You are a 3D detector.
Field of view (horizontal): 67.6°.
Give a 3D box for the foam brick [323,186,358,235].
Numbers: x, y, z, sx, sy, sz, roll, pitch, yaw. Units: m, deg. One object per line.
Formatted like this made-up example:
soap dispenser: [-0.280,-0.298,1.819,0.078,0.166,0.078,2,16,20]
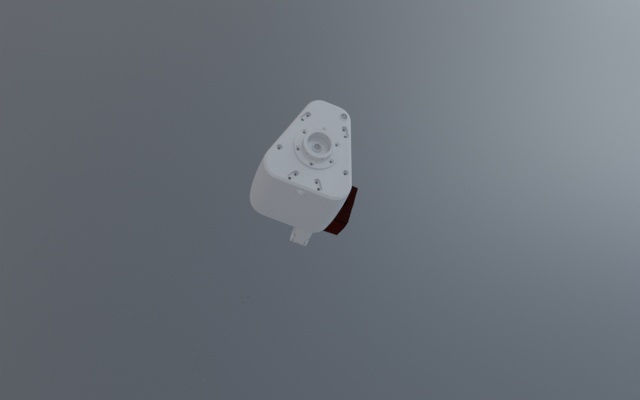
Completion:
foam brick: [0.000,0.002,0.604,0.078,0.053,0.051,21,-24,-6]
